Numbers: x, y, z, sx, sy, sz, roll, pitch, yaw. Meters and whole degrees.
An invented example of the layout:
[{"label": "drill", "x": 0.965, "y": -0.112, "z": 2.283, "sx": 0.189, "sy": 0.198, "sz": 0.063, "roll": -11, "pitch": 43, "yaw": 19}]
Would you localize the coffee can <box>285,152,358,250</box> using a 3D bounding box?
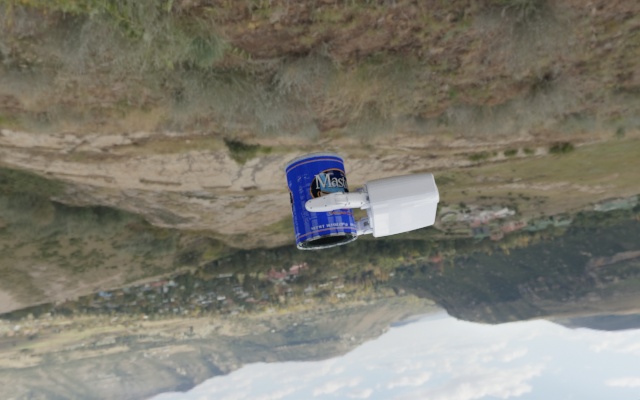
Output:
[{"label": "coffee can", "x": 0.000, "y": 0.002, "z": 0.803, "sx": 0.103, "sy": 0.140, "sz": 0.103, "roll": -9, "pitch": -15, "yaw": -3}]
